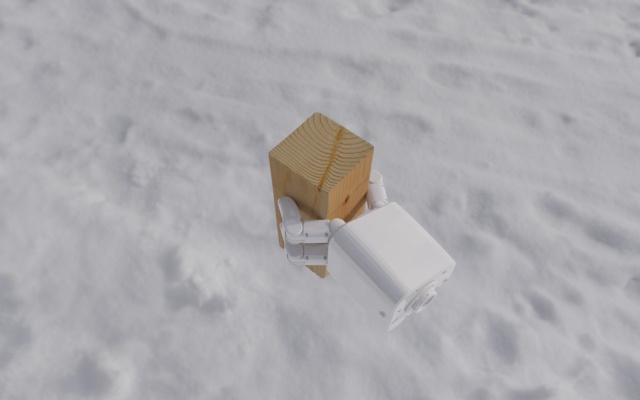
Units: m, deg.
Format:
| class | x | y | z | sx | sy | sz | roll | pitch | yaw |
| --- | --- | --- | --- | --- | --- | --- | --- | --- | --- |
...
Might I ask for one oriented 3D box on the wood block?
| class | x | y | z | sx | sy | sz | roll | pitch | yaw |
| --- | --- | --- | --- | --- | --- | --- | --- | --- | --- |
| wood block | 0.001 | 0.002 | 0.622 | 0.090 | 0.090 | 0.206 | 35 | -29 | 21 |
